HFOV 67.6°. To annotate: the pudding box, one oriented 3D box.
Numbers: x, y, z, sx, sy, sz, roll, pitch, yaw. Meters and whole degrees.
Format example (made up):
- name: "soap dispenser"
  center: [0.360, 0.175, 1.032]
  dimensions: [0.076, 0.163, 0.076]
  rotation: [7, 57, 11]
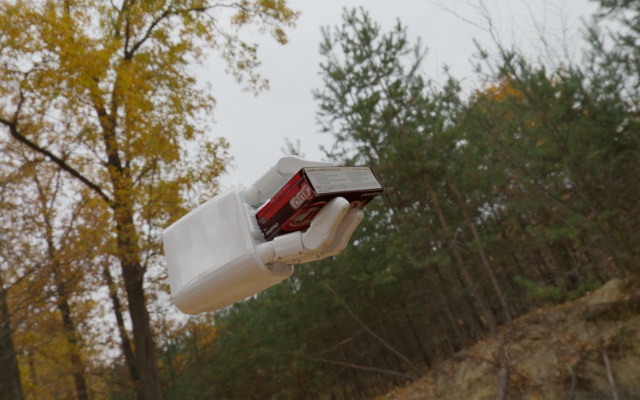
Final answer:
- name: "pudding box"
  center: [0.000, 0.002, 0.509]
  dimensions: [0.113, 0.039, 0.090]
  rotation: [-9, -25, -48]
